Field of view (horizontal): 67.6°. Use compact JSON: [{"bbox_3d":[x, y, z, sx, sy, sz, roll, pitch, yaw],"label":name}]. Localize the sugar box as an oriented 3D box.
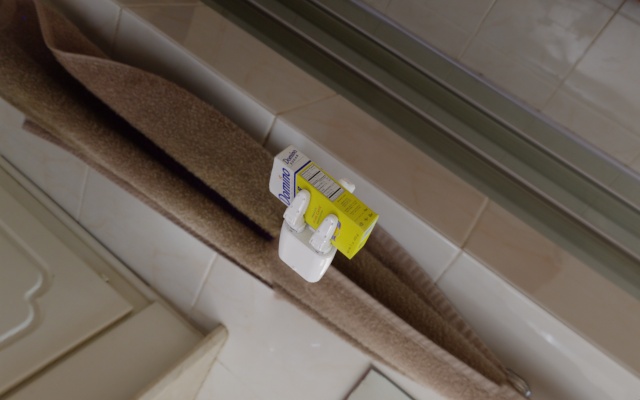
[{"bbox_3d":[0.000,0.003,0.730,0.176,0.048,0.093,37,-33,13],"label":"sugar box"}]
